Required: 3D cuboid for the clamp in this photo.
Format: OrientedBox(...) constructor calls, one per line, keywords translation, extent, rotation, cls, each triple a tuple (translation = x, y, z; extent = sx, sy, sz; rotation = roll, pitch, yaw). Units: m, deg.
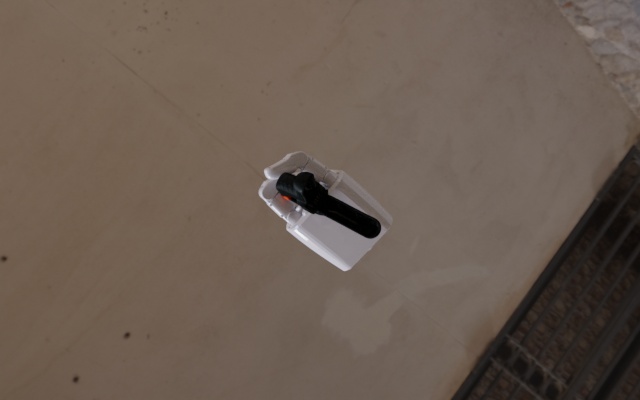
OrientedBox(translation=(0.000, 0.002, 0.584), extent=(0.120, 0.039, 0.171), rotation=(39, -6, -17), cls="clamp")
